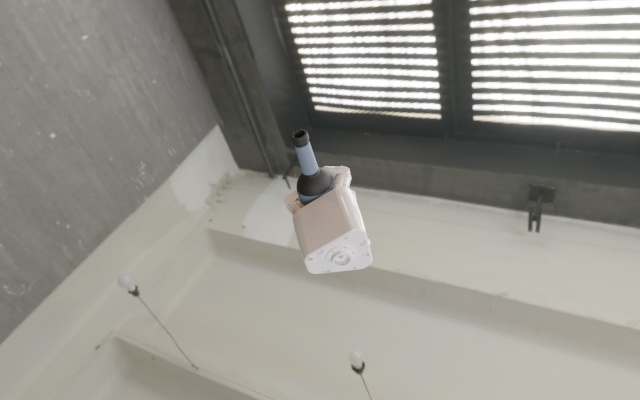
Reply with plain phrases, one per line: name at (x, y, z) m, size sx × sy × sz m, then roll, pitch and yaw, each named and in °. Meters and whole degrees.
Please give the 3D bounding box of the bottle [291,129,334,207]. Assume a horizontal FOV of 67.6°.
bottle at (0.000, 0.003, 0.846) m, size 0.069 × 0.296 × 0.069 m, roll -10°, pitch 41°, yaw 9°
